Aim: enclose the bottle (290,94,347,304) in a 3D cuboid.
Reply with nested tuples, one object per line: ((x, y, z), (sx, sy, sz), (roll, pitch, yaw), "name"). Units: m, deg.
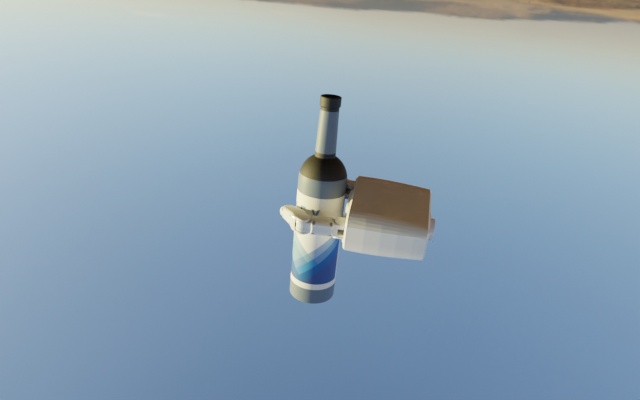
((0.000, 0.002, 0.663), (0.069, 0.296, 0.069), (5, 23, -2), "bottle")
